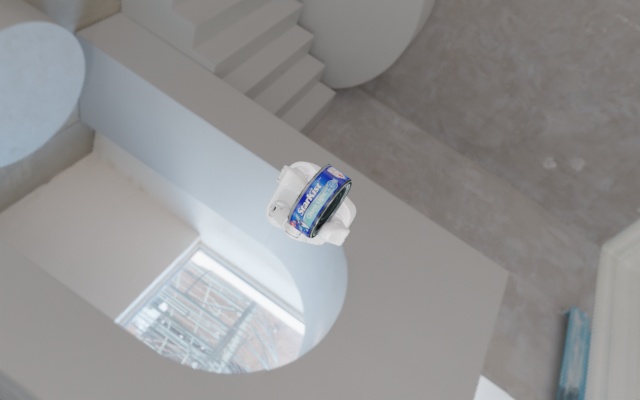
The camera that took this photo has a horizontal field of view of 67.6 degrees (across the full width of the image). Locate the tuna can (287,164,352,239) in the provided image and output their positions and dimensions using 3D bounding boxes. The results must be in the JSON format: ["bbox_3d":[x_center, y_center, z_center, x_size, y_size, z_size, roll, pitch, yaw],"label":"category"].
[{"bbox_3d":[0.001,0.002,0.557,0.034,0.086,0.086,35,7,10],"label":"tuna can"}]
